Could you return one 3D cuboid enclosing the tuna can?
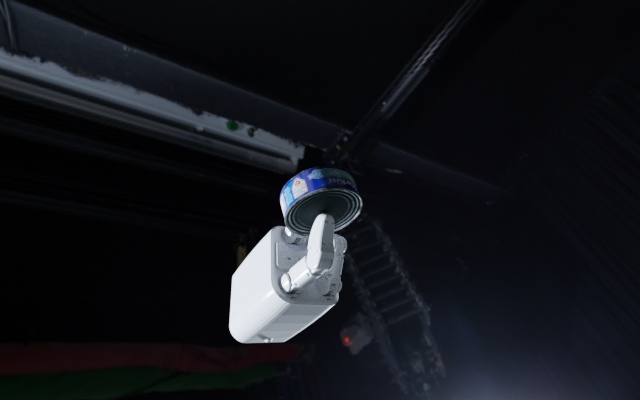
[{"bbox_3d":[0.000,0.001,0.517,0.086,0.033,0.086,-12,-35,-8],"label":"tuna can"}]
